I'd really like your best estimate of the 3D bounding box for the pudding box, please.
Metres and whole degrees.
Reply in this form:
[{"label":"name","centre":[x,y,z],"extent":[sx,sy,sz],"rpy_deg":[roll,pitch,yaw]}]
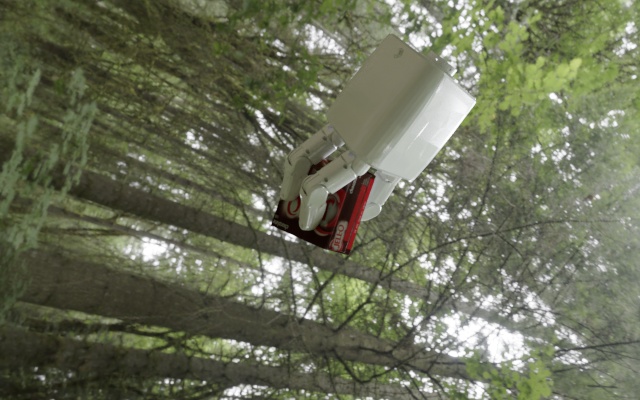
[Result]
[{"label":"pudding box","centre":[0.000,0.002,0.523],"extent":[0.039,0.090,0.113],"rpy_deg":[21,-3,-36]}]
